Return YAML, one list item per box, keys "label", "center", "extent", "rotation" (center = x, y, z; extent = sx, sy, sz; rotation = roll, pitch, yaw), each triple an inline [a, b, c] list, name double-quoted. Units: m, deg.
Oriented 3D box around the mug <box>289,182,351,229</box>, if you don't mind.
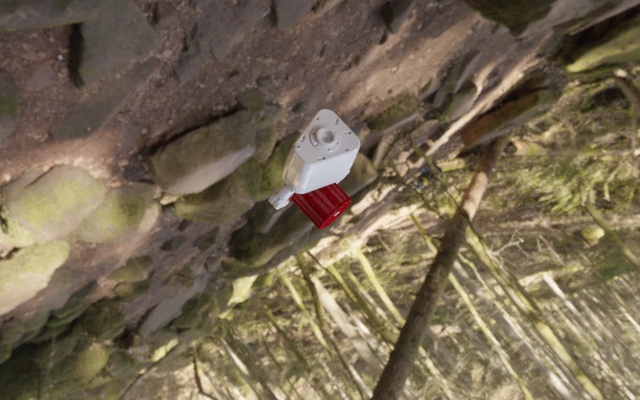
- label: "mug"
  center: [0.000, 0.004, 0.896]
  extent: [0.093, 0.081, 0.117]
  rotation: [-39, -10, -22]
